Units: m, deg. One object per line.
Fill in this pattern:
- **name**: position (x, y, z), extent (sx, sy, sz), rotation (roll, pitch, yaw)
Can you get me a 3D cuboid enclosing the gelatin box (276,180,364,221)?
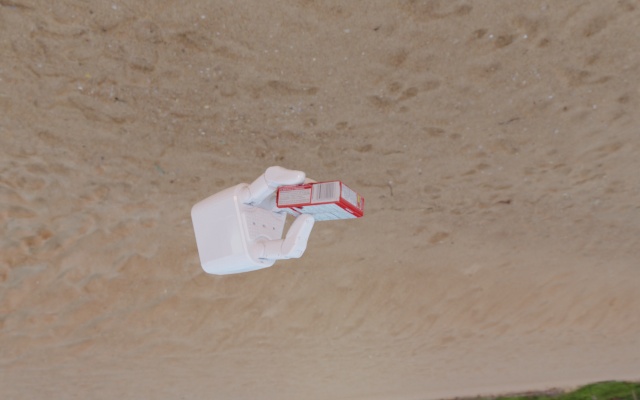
- **gelatin box**: position (0.000, 0.002, 0.597), extent (0.089, 0.030, 0.073), rotation (-5, -19, 27)
